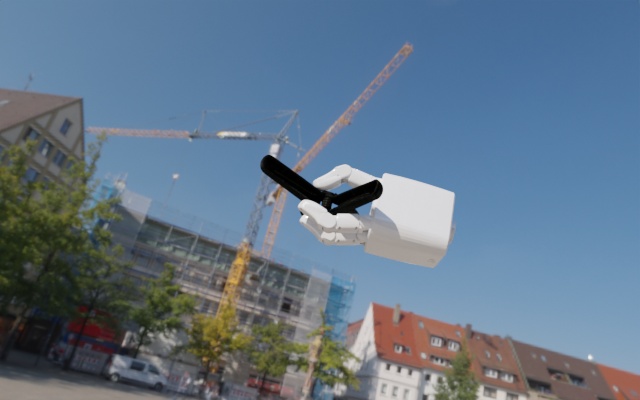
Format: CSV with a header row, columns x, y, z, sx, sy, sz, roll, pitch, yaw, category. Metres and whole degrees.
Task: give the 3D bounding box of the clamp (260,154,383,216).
x,y,z,sx,sy,sz,roll,pitch,yaw,category
0.001,0.002,0.691,0.164,0.036,0.210,17,-22,8,clamp
